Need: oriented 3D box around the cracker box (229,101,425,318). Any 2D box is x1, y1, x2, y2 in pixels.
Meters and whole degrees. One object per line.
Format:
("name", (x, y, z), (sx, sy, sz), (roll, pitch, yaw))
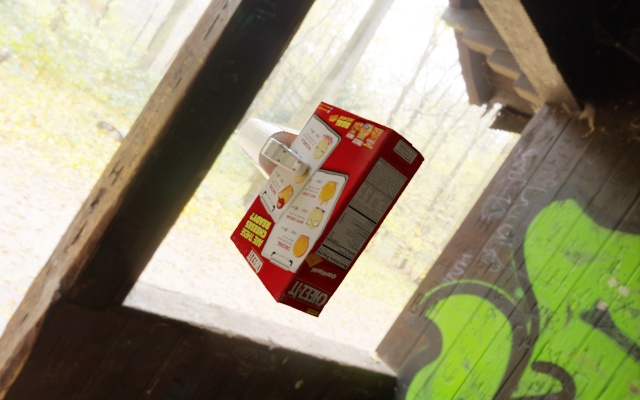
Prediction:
("cracker box", (0.000, 0.002, 0.561), (0.072, 0.214, 0.164), (32, 3, -34))
